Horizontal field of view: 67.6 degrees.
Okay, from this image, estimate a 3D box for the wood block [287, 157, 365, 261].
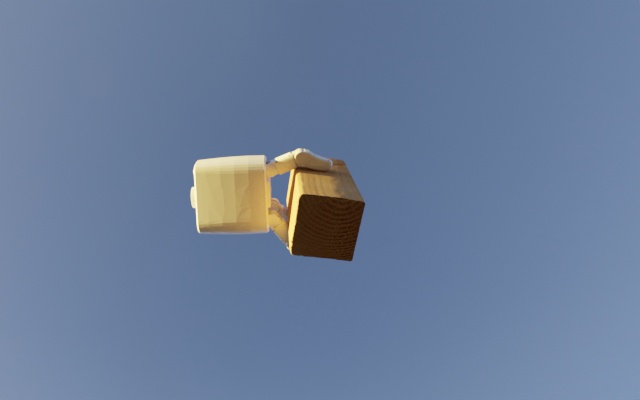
[{"bbox_3d":[0.000,0.002,0.729,0.090,0.091,0.206,7,20,-8],"label":"wood block"}]
